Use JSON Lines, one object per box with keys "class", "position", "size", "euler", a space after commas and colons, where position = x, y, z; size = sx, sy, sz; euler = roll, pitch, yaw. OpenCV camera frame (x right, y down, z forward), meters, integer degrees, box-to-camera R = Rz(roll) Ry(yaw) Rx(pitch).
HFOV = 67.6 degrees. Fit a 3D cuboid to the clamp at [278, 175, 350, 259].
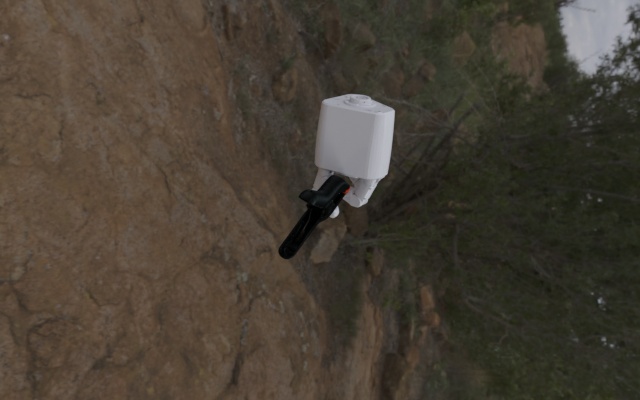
{"class": "clamp", "position": [0.001, 0.003, 0.709], "size": [0.039, 0.120, 0.171], "euler": [34, 45, 7]}
